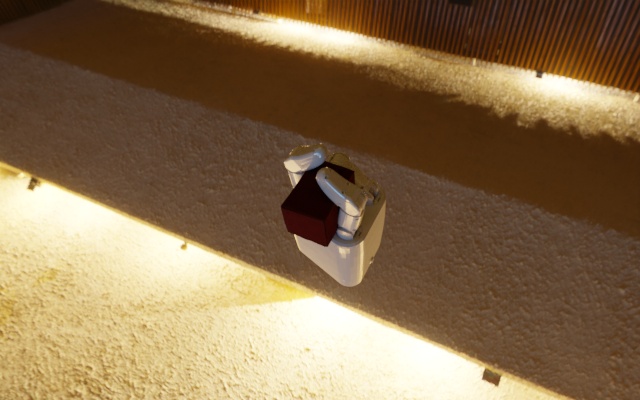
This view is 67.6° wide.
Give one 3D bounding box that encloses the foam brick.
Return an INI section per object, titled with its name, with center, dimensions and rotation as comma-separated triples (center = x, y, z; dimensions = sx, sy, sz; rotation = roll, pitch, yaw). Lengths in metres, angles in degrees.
[foam brick]
center = 0.000, 0.002, 0.527
dimensions = 0.053, 0.078, 0.051
rotation = 21, -34, 19
